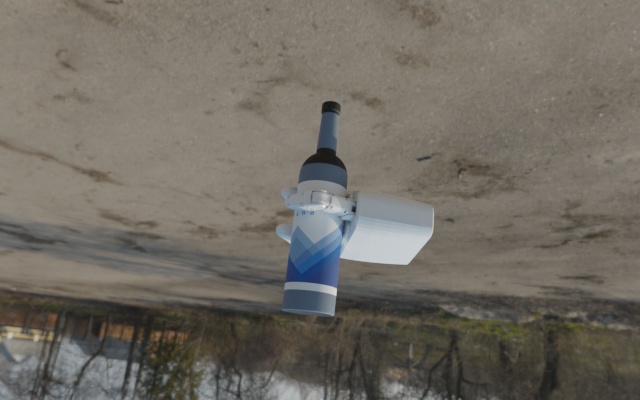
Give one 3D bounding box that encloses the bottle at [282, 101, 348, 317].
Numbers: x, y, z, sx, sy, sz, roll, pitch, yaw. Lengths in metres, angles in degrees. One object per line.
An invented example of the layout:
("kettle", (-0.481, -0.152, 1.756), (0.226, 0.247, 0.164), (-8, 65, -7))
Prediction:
("bottle", (0.000, 0.002, 0.643), (0.069, 0.295, 0.069), (6, -18, 2))
